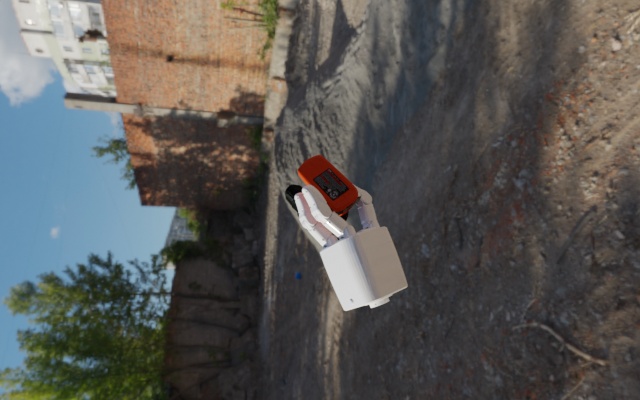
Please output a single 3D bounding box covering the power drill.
[{"bbox_3d":[0.000,0.003,0.838,0.057,0.184,0.188,-39,-21,-19],"label":"power drill"}]
